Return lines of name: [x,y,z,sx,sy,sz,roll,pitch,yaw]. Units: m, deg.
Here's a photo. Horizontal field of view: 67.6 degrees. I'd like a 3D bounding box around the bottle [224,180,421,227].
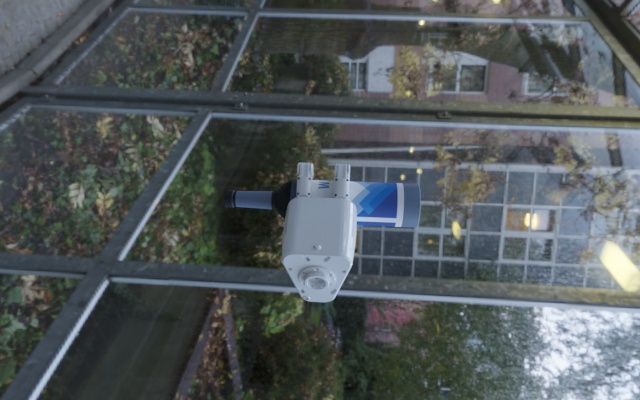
bottle: [0.000,0.002,0.733,0.296,0.069,0.069,2,0,3]
